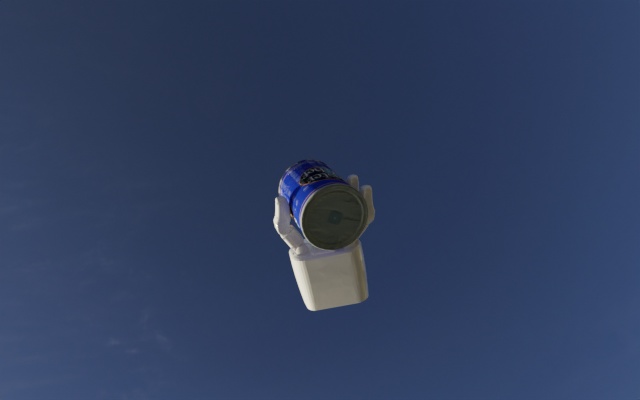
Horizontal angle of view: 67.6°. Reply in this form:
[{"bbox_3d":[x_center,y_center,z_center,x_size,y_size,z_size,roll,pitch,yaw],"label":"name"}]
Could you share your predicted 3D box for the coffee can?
[{"bbox_3d":[0.000,0.002,0.749,0.103,0.103,0.140,0,20,-19],"label":"coffee can"}]
